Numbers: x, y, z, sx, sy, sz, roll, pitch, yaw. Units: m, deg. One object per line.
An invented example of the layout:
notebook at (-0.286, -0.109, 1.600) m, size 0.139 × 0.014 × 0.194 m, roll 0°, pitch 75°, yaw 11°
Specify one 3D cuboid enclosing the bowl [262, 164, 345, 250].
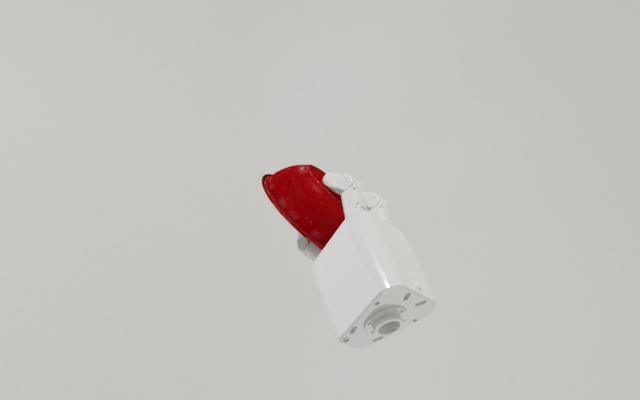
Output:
bowl at (0.000, 0.001, 0.641) m, size 0.162 × 0.055 × 0.162 m, roll 40°, pitch 13°, yaw -11°
